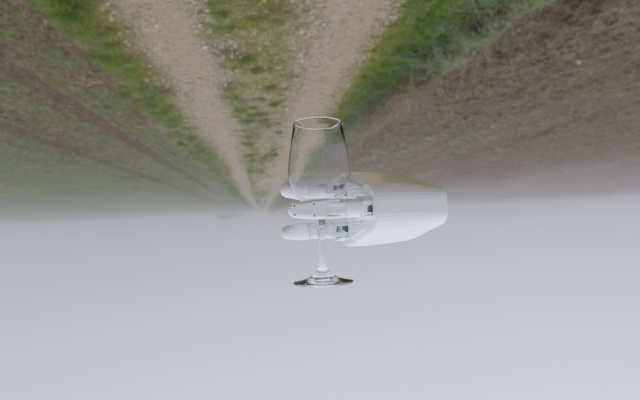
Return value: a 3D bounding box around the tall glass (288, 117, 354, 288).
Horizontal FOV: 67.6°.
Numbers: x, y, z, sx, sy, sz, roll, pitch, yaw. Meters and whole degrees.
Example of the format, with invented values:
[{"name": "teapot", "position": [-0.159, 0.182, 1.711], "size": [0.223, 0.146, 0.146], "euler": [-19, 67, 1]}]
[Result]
[{"name": "tall glass", "position": [0.000, 0.003, 0.591], "size": [0.079, 0.201, 0.079], "euler": [-2, -2, 0]}]
